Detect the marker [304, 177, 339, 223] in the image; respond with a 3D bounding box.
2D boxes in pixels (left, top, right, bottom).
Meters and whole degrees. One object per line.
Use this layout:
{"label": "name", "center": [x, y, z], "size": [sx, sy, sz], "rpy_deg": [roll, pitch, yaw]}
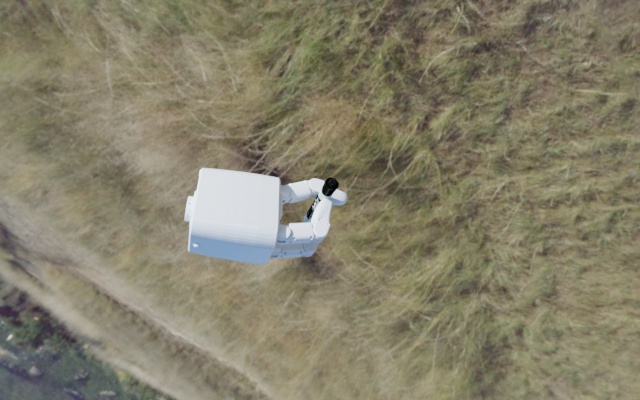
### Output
{"label": "marker", "center": [0.000, 0.002, 0.660], "size": [0.020, 0.020, 0.121], "rpy_deg": [0, -26, -17]}
